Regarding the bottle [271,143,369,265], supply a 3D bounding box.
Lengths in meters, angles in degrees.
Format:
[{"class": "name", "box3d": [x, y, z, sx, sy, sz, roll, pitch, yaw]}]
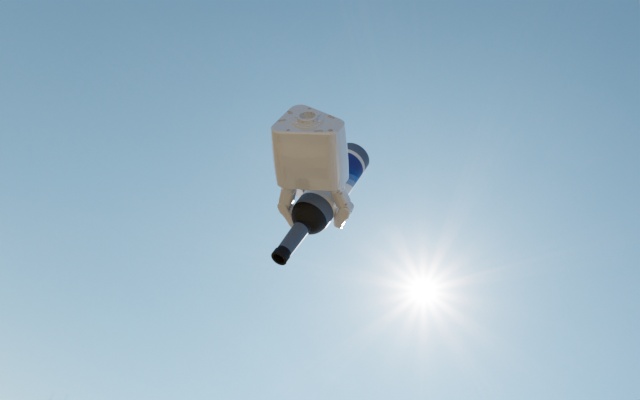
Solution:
[{"class": "bottle", "box3d": [0.000, 0.003, 0.827, 0.069, 0.069, 0.295, 0, 36, 33]}]
